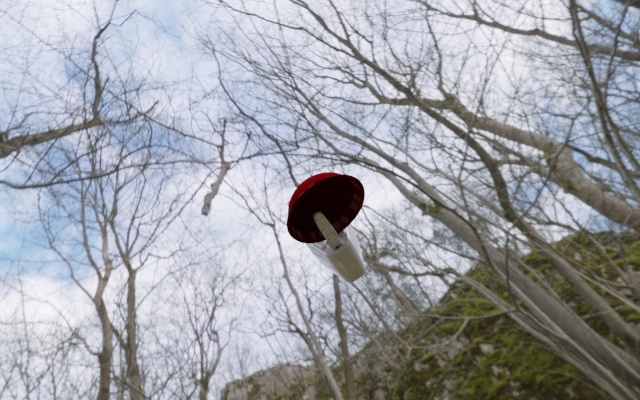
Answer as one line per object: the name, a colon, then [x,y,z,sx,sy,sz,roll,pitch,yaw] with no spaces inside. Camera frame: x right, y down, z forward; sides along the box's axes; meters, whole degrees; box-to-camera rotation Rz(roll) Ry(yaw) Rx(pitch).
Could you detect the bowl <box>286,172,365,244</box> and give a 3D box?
bowl: [0.000,0.002,0.882,0.162,0.162,0.055,0,39,-37]
